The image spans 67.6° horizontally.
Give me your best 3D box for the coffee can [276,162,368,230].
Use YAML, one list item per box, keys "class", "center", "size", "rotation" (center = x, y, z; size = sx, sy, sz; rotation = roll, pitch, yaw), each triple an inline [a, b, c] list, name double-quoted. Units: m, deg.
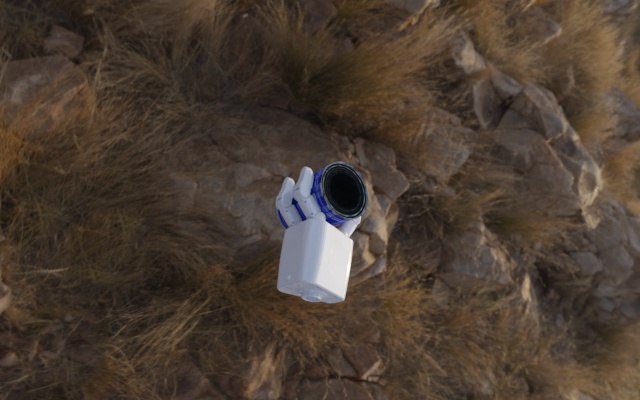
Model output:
- class: "coffee can"
  center: [0.000, 0.003, 0.848]
  size: [0.103, 0.102, 0.140]
  rotation: [0, -17, -38]
